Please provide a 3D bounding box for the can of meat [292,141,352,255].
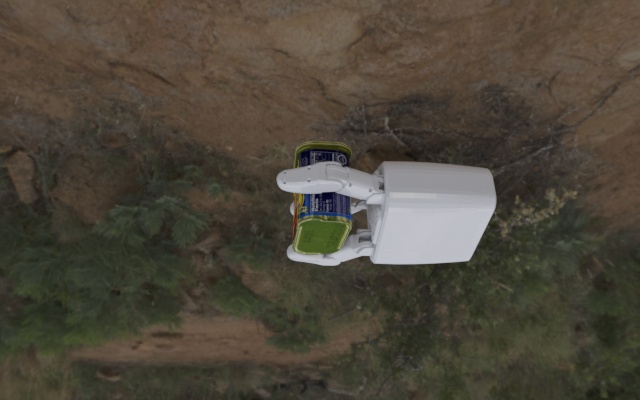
[{"bbox_3d":[0.000,0.002,0.491,0.057,0.084,0.102,2,-26,-6],"label":"can of meat"}]
